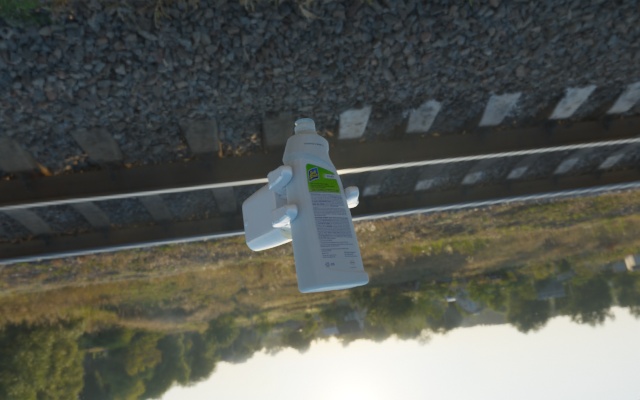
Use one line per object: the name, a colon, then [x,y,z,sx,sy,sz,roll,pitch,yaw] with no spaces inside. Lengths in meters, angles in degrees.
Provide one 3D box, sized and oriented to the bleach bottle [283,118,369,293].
bleach bottle: [0.000,0.002,0.694,0.102,0.250,0.068,4,-19,-40]
